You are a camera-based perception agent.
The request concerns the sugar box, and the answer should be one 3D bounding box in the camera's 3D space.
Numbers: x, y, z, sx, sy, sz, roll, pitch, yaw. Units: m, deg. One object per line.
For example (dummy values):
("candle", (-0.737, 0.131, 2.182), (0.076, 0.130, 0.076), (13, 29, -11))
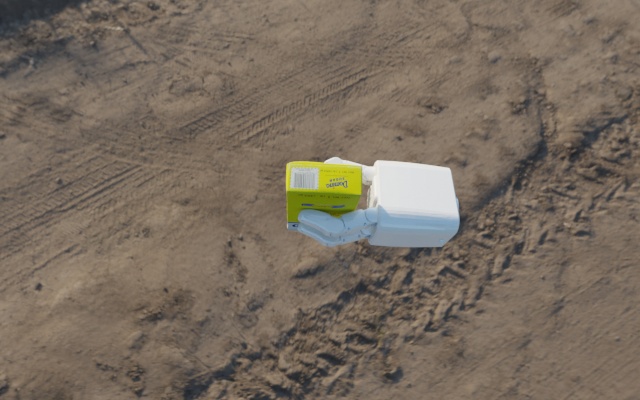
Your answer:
("sugar box", (0.000, 0.003, 0.653), (0.093, 0.048, 0.176), (4, -21, -1))
